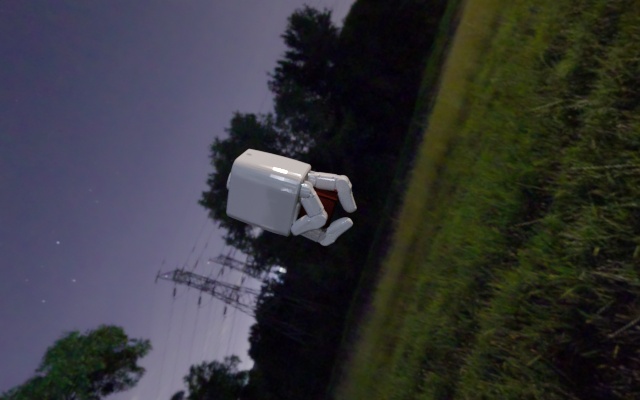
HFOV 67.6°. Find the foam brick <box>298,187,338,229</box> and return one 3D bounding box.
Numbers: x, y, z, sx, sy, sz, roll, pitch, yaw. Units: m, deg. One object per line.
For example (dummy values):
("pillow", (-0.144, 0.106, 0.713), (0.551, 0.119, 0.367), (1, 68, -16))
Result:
("foam brick", (0.000, 0.003, 0.771), (0.051, 0.053, 0.078), (16, 21, 3))
